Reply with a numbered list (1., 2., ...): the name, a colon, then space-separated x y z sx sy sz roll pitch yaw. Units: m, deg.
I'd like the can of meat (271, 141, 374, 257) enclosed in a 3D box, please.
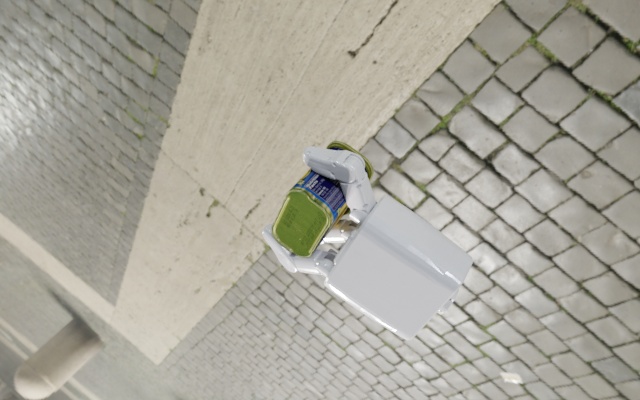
1. can of meat: 0.000 0.002 0.496 0.057 0.084 0.102 36 -38 6
